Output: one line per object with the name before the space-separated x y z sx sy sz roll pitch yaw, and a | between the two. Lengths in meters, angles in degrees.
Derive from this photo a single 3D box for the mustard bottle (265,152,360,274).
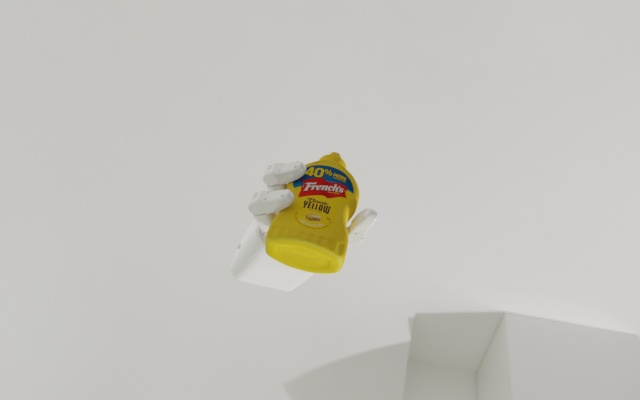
mustard bottle | 0.000 0.002 0.619 0.096 0.058 0.191 13 45 5
